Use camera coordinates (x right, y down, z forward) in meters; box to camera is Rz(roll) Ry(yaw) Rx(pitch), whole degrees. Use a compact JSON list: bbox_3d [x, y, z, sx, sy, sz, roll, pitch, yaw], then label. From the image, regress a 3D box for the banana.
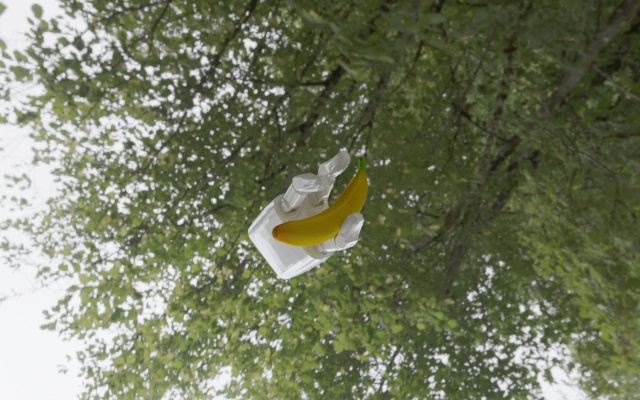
[{"bbox_3d":[0.011,0.016,0.654,0.037,0.070,0.197,-12,22,48],"label":"banana"}]
